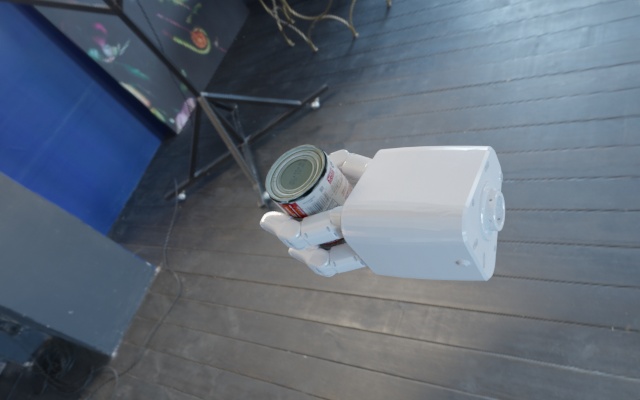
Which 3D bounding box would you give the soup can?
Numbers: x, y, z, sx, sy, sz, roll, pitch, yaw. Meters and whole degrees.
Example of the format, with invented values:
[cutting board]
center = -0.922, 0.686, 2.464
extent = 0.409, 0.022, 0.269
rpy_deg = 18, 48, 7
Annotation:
[soup can]
center = 0.000, 0.001, 0.477
extent = 0.068, 0.068, 0.102
rpy_deg = 0, -33, 35
